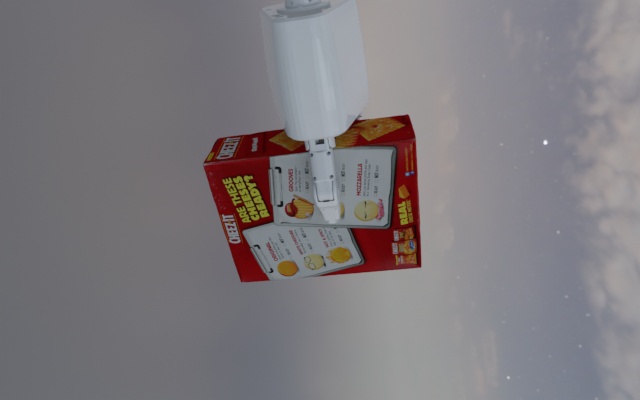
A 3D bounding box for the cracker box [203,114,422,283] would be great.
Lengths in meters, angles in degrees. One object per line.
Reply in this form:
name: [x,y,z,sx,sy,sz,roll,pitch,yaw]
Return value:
cracker box: [0.000,0.002,0.533,0.214,0.164,0.072,-6,32,7]
